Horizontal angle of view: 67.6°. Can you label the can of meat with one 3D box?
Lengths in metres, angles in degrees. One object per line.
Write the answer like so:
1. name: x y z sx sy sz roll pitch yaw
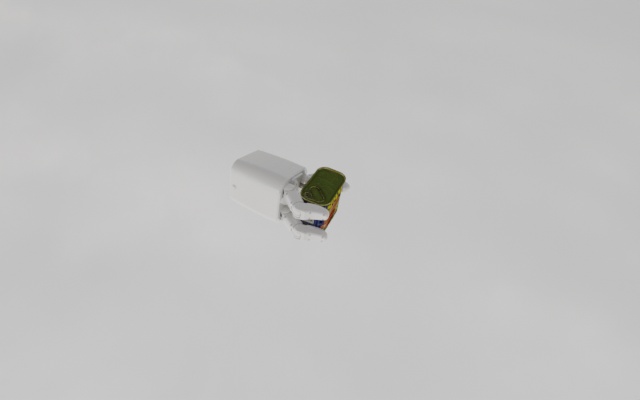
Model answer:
1. can of meat: 0.000 0.003 0.868 0.057 0.084 0.102 22 43 12
